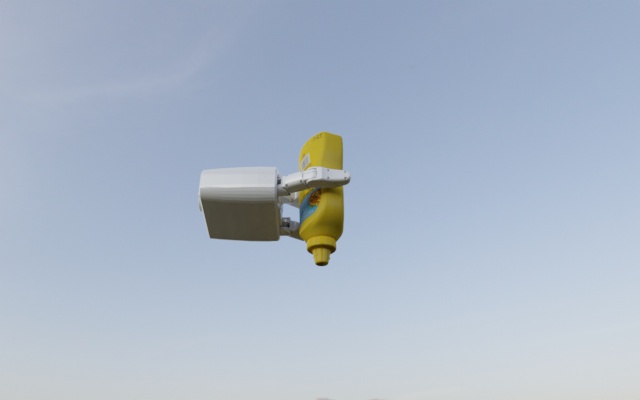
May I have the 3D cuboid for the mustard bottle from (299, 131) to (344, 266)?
[{"bbox_3d":[0.000,0.002,0.688,0.058,0.191,0.096,13,-32,-22],"label":"mustard bottle"}]
